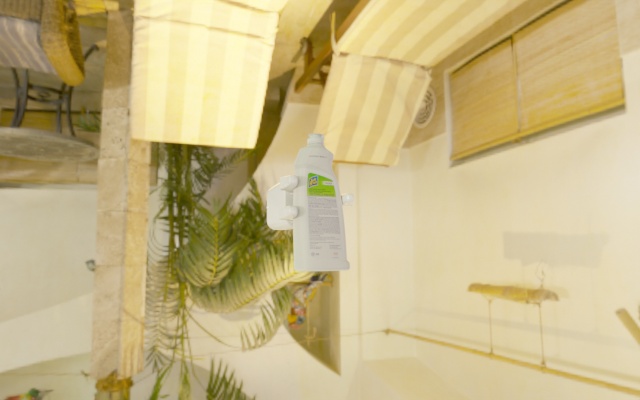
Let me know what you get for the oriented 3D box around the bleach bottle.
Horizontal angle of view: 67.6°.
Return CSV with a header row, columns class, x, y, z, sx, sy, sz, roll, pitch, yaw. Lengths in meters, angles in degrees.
class,x,y,z,sx,sy,sz,roll,pitch,yaw
bleach bottle,0.000,0.003,0.877,0.102,0.251,0.068,3,-9,-27
